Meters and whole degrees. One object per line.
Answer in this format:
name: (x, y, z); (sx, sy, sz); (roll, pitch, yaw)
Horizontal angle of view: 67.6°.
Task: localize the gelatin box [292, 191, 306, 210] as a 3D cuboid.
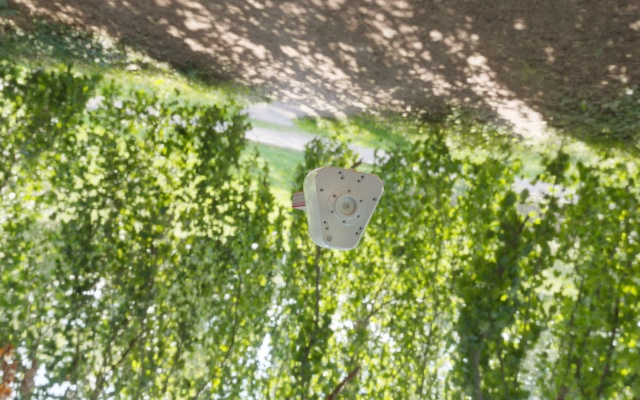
gelatin box: (0.000, 0.003, 0.805); (0.073, 0.030, 0.089); (11, -8, -21)
